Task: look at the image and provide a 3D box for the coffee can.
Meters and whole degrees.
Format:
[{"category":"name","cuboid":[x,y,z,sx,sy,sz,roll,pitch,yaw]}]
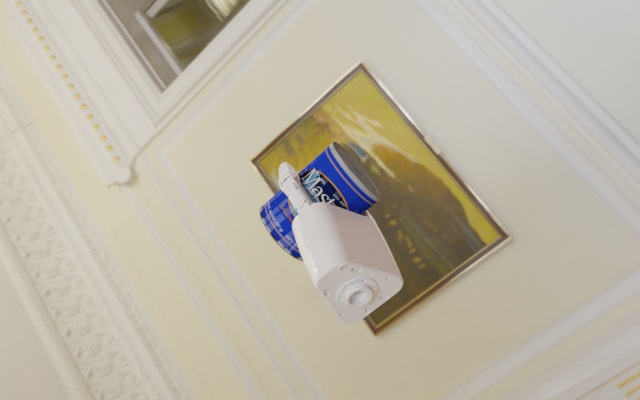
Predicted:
[{"category":"coffee can","cuboid":[0.000,0.002,0.667,0.140,0.103,0.103,-41,-12,14]}]
